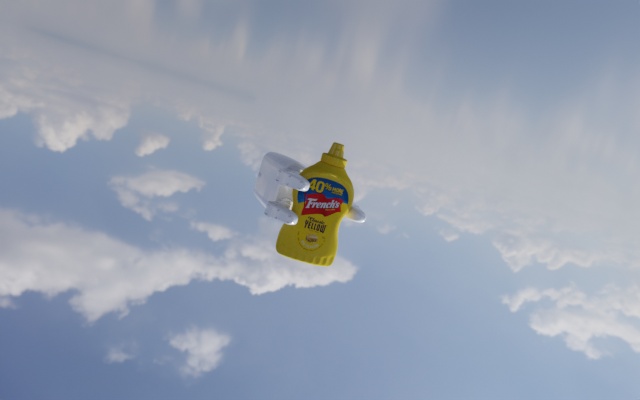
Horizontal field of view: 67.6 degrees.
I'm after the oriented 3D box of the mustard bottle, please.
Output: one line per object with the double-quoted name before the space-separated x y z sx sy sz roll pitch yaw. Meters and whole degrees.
"mustard bottle" 0.000 0.003 0.749 0.096 0.191 0.058 16 10 -7
